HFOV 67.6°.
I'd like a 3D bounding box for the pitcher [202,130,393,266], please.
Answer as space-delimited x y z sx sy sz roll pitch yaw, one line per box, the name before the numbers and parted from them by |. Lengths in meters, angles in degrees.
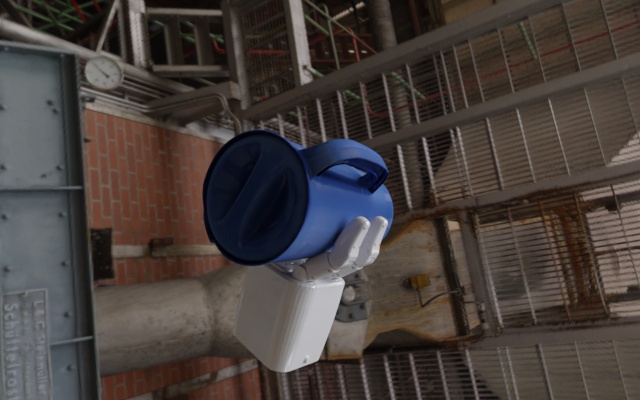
pitcher | 0.000 0.002 0.554 0.149 0.145 0.243 18 5 31
